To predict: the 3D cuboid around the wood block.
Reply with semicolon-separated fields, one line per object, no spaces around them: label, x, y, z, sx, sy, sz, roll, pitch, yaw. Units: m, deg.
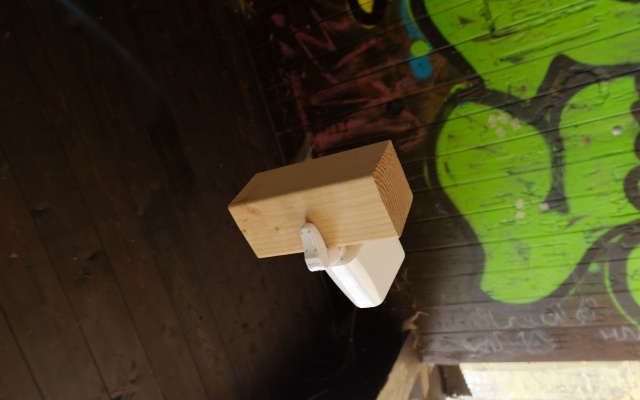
wood block;0.000;0.003;0.613;0.206;0.090;0.090;-12;28;29
